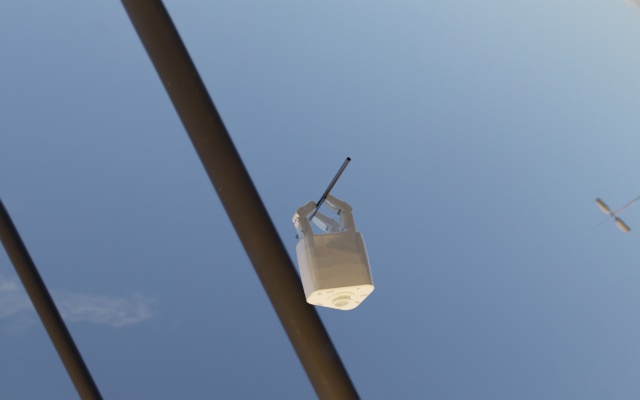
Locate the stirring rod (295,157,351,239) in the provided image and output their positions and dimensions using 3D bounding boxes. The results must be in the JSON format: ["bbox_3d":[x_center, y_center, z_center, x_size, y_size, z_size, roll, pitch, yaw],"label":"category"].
[{"bbox_3d":[0.000,0.003,0.870,0.011,0.011,0.240,0,-36,-29],"label":"stirring rod"}]
